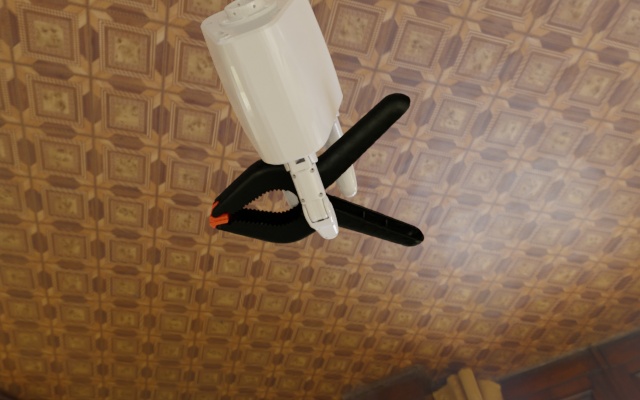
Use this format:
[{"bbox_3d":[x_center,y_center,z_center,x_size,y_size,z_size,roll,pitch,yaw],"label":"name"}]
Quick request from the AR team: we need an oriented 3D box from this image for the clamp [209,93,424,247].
[{"bbox_3d":[0.000,0.002,0.460,0.210,0.165,0.036,-17,32,7],"label":"clamp"}]
